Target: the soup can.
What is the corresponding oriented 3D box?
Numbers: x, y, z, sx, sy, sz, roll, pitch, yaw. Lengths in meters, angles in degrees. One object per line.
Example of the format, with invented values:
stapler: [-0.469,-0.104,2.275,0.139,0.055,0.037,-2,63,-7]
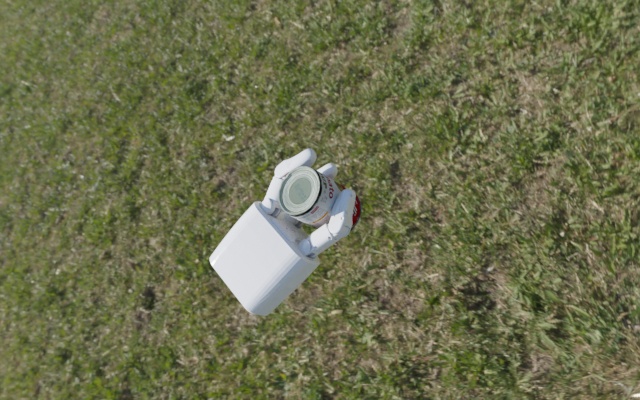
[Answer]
soup can: [0.000,0.002,0.631,0.068,0.068,0.102,0,-17,35]
